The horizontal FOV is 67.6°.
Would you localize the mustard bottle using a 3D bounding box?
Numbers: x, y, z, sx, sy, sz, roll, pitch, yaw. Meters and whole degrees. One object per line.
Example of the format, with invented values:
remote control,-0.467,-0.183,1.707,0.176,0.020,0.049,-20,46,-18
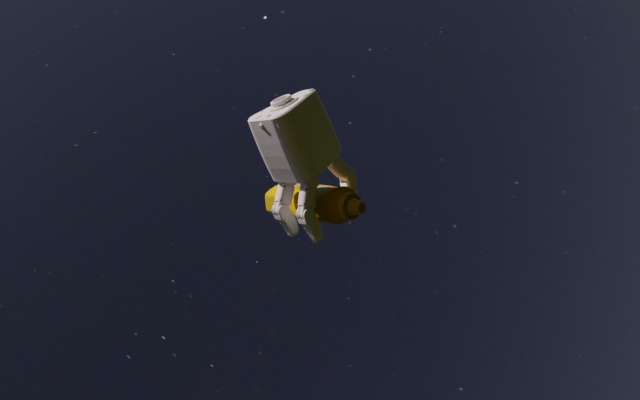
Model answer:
mustard bottle,0.000,0.003,0.768,0.096,0.058,0.191,-10,11,-39
